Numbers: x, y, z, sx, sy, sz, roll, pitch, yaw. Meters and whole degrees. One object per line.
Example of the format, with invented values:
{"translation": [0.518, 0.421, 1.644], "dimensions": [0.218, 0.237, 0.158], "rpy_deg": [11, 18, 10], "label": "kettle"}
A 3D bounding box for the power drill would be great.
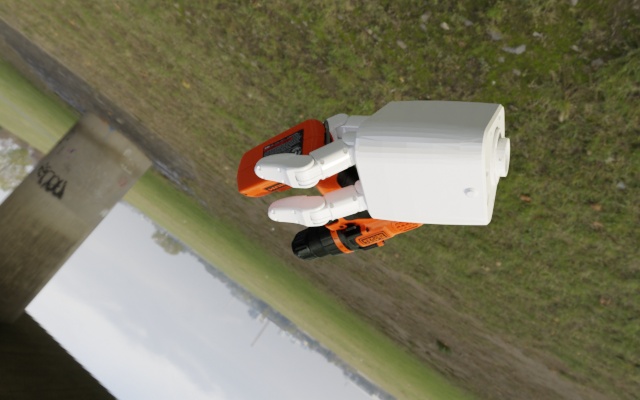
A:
{"translation": [0.000, 0.001, 0.523], "dimensions": [0.184, 0.057, 0.188], "rpy_deg": [-24, -39, 29], "label": "power drill"}
